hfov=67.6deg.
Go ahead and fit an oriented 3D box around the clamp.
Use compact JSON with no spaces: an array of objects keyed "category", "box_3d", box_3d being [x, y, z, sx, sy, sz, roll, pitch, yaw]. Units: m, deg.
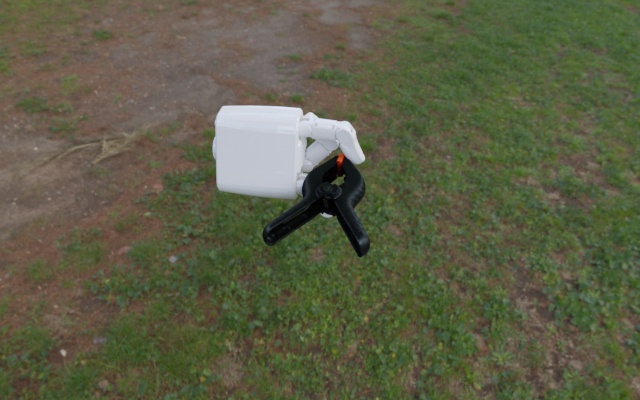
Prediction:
[{"category":"clamp","box_3d":[0.000,0.001,0.575,0.120,0.039,0.171,5,37,3]}]
